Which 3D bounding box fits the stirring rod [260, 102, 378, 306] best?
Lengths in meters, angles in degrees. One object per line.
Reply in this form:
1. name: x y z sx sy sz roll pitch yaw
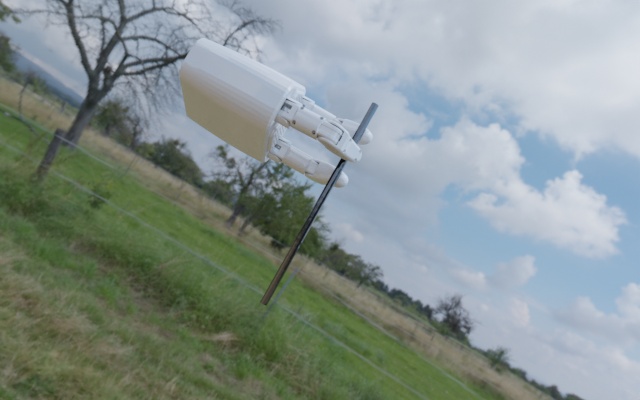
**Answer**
1. stirring rod: 0.000 0.002 0.501 0.011 0.239 0.011 29 -5 3
